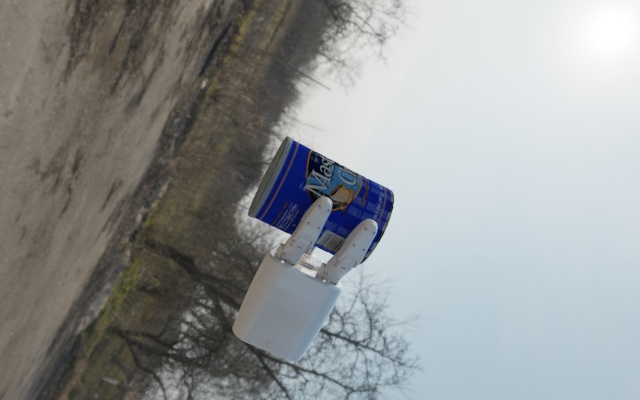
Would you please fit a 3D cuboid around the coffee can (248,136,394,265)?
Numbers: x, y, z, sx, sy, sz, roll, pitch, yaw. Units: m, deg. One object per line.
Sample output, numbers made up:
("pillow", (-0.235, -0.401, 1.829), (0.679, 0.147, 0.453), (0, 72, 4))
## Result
("coffee can", (0.000, 0.002, 0.562), (0.140, 0.103, 0.103), (26, -6, -11))
